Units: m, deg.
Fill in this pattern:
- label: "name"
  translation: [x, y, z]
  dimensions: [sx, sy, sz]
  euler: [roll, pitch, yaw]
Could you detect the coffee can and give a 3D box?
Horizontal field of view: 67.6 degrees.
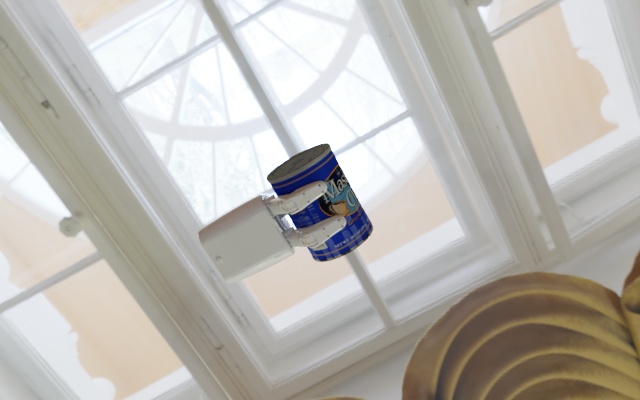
- label: "coffee can"
  translation: [0.000, 0.002, 0.691]
  dimensions: [0.103, 0.140, 0.102]
  euler: [-27, 16, 8]
